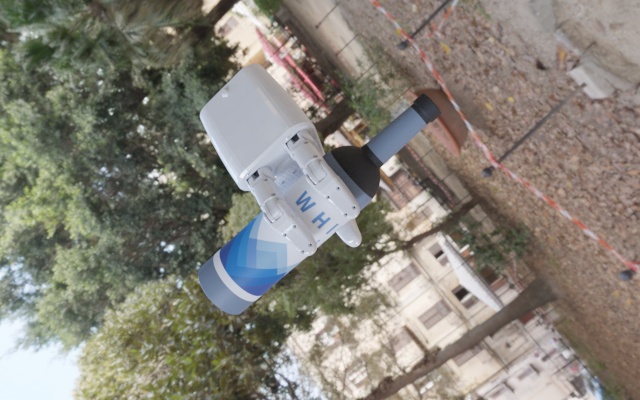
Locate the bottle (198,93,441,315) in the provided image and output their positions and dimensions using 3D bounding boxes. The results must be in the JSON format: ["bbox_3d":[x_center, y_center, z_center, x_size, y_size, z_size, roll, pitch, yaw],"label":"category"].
[{"bbox_3d":[0.000,0.002,0.490,0.296,0.069,0.069,-41,-10,11],"label":"bottle"}]
